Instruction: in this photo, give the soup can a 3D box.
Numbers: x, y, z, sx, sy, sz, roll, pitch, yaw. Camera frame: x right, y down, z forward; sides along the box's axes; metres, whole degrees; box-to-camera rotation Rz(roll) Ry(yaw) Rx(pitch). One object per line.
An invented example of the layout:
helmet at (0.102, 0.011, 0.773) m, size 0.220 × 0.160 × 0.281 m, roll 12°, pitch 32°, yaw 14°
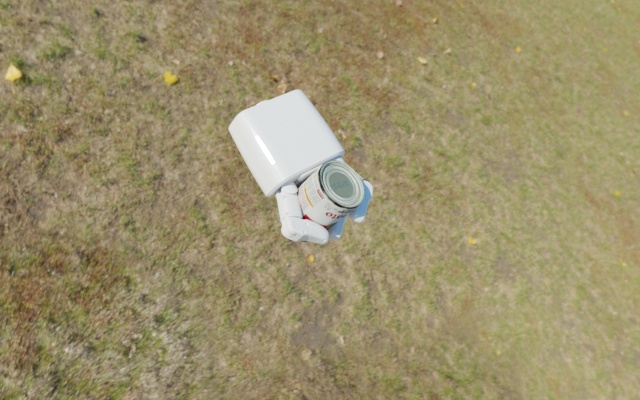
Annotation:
soup can at (0.000, 0.002, 0.606) m, size 0.068 × 0.068 × 0.102 m, roll 0°, pitch -27°, yaw -37°
